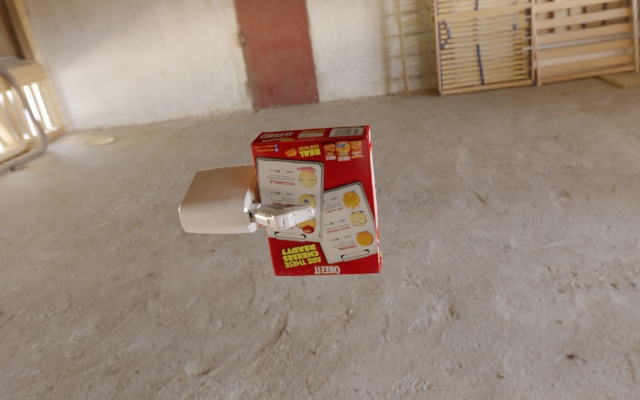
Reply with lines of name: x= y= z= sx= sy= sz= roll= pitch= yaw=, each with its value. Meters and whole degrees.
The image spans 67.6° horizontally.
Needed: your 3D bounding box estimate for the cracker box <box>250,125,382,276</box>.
cracker box: x=0.000 y=0.002 z=0.702 sx=0.164 sy=0.214 sz=0.072 roll=-3 pitch=24 yaw=11
